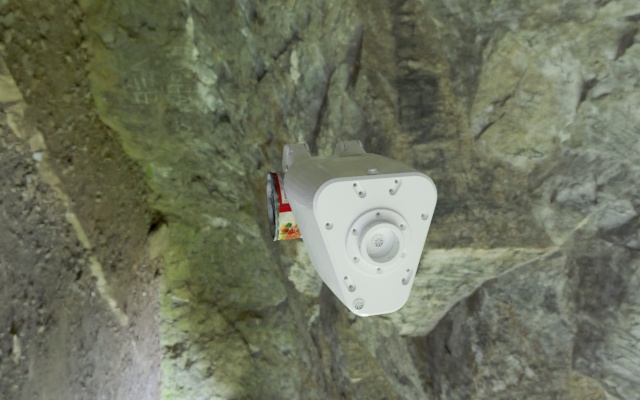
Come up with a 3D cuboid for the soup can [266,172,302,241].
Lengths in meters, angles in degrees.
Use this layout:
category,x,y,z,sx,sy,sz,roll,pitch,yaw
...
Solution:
category,x,y,z,sx,sy,sz,roll,pitch,yaw
soup can,0.000,0.002,0.482,0.102,0.068,0.068,-5,1,-12
